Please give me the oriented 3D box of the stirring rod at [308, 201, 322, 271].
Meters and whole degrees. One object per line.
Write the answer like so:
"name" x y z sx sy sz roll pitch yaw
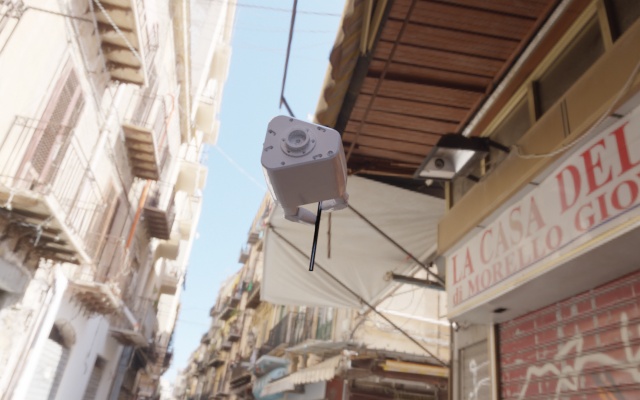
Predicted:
"stirring rod" 0.000 0.003 0.794 0.011 0.239 0.011 6 -27 3
